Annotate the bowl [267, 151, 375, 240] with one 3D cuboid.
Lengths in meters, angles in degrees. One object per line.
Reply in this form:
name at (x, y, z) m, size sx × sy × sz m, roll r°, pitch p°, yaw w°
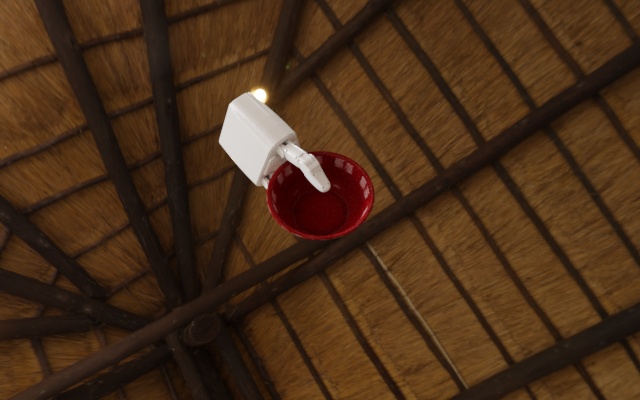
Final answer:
bowl at (0.001, 0.004, 0.732) m, size 0.162 × 0.162 × 0.055 m, roll 0°, pitch -34°, yaw 0°
